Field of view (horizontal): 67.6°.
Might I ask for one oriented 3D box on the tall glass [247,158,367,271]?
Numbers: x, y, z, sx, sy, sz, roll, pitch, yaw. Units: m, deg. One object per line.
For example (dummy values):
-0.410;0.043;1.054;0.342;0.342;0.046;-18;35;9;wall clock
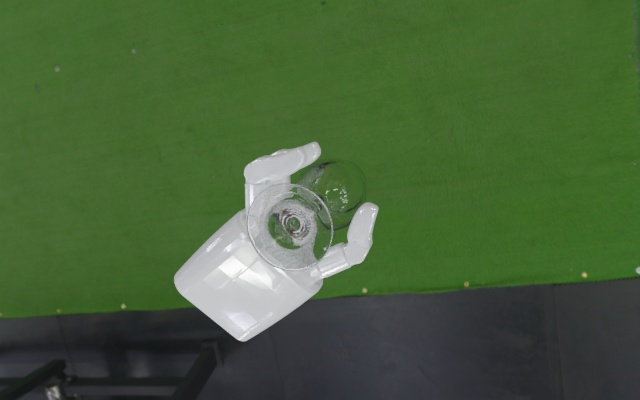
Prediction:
0.000;0.002;0.479;0.079;0.079;0.201;0;12;16;tall glass
